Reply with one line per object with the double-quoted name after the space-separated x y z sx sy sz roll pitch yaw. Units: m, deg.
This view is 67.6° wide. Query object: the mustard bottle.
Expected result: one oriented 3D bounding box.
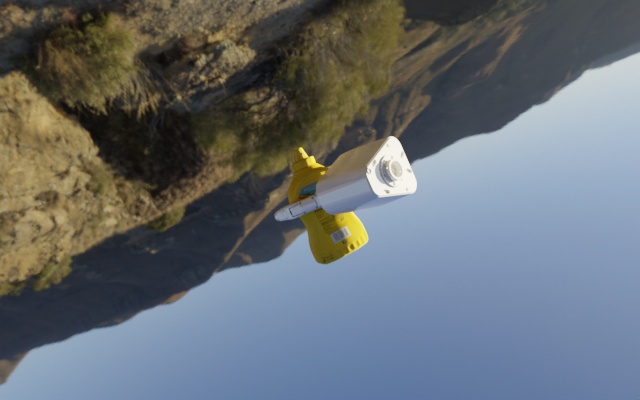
0.000 0.003 0.795 0.096 0.191 0.058 -26 6 -17 "mustard bottle"
